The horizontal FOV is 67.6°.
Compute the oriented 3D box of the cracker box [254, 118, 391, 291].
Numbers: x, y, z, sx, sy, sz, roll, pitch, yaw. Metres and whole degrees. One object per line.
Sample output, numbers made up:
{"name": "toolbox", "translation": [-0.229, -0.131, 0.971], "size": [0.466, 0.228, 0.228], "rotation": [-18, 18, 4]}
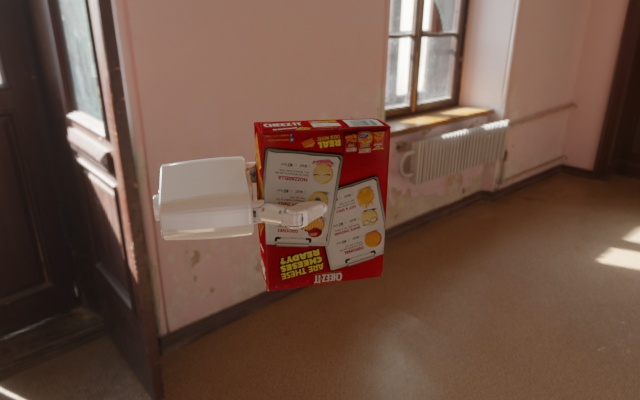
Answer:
{"name": "cracker box", "translation": [0.000, 0.002, 0.632], "size": [0.164, 0.214, 0.072], "rotation": [-5, 22, -13]}
